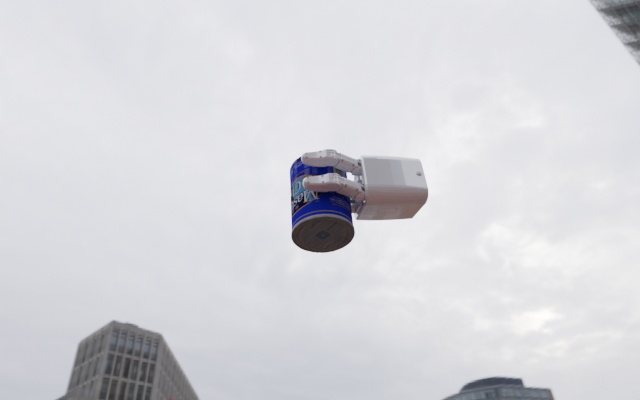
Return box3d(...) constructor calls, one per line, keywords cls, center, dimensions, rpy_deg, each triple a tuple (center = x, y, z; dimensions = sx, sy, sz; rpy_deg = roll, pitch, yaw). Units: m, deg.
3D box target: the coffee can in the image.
box3d(cls="coffee can", center=(0.000, 0.003, 0.808), dimensions=(0.103, 0.140, 0.103), rpy_deg=(-3, -38, -2))
